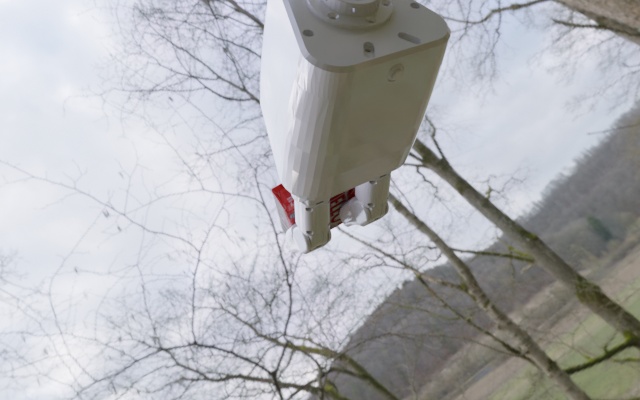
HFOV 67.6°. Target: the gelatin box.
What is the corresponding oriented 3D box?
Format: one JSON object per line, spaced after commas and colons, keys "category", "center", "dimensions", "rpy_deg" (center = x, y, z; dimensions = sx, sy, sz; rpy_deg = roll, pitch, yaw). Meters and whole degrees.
{"category": "gelatin box", "center": [0.000, 0.001, 0.416], "dimensions": [0.073, 0.030, 0.089], "rpy_deg": [-30, -23, -12]}
